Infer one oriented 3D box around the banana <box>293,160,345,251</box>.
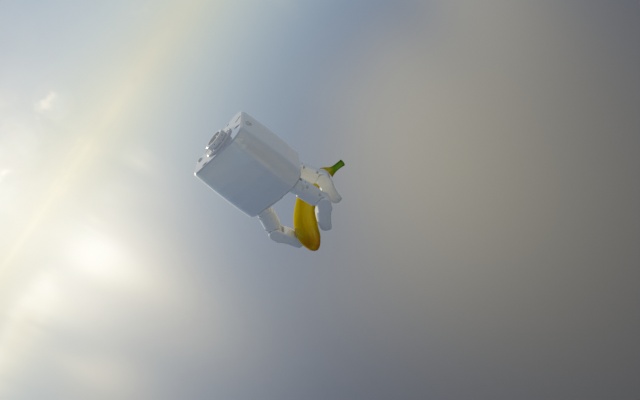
[{"bbox_3d":[-0.012,0.007,0.767,0.070,0.197,0.037,-27,-57,38],"label":"banana"}]
